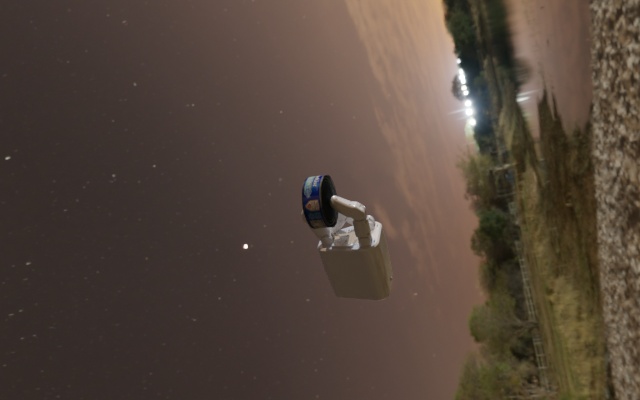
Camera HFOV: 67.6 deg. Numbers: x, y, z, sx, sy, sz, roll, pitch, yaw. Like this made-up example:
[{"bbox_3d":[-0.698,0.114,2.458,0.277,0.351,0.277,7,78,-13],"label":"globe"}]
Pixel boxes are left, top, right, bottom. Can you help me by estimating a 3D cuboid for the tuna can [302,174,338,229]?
[{"bbox_3d":[0.000,0.003,0.766,0.034,0.086,0.086,-7,-2,19],"label":"tuna can"}]
